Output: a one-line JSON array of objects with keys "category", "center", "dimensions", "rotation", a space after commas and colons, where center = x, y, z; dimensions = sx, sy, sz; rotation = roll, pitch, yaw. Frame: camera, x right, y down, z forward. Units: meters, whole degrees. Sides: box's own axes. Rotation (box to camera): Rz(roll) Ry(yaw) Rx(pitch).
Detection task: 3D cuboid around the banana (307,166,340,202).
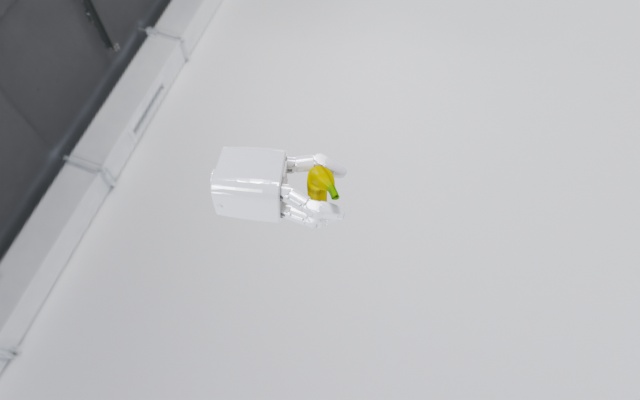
[{"category": "banana", "center": [-0.002, -0.016, 0.790], "dimensions": [0.037, 0.069, 0.198], "rotation": [-8, -9, -6]}]
